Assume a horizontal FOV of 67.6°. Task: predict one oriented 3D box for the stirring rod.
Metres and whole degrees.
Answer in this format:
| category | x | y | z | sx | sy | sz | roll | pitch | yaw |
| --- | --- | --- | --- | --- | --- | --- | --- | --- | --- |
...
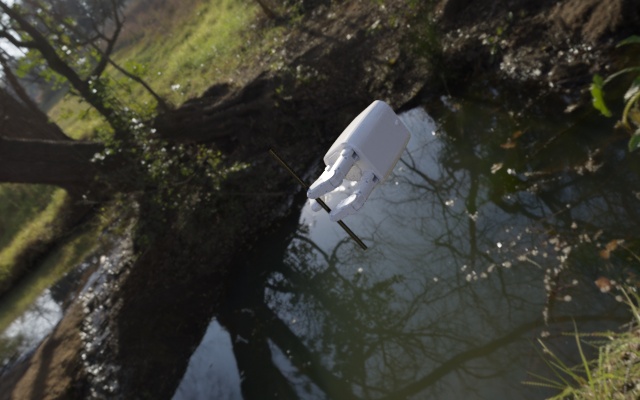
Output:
| category | x | y | z | sx | sy | sz | roll | pitch | yaw |
| --- | --- | --- | --- | --- | --- | --- | --- | --- | --- |
| stirring rod | 0.000 | 0.003 | 0.759 | 0.240 | 0.011 | 0.011 | 46 | -23 | -24 |
